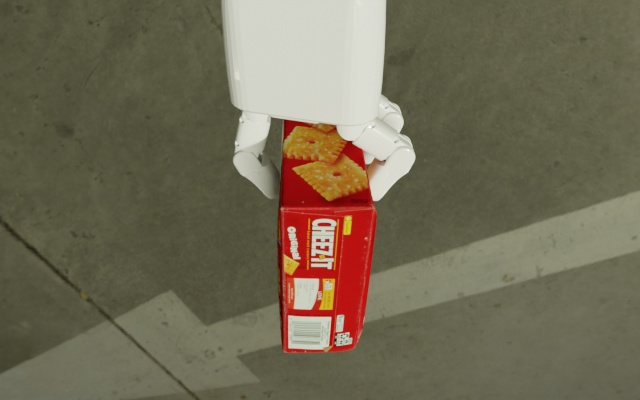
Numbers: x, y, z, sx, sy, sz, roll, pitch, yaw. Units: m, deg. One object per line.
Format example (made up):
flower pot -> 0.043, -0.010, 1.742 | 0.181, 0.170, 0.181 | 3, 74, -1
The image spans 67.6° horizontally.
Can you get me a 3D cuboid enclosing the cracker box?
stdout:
cracker box -> 0.000, 0.002, 0.437 | 0.072, 0.164, 0.213 | 0, 39, -2
